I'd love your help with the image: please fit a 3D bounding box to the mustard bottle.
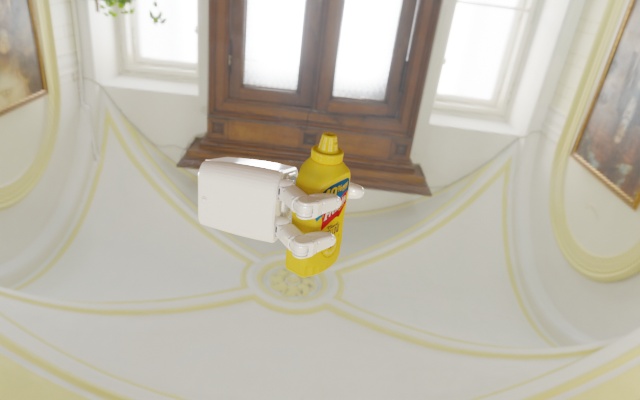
[{"bbox_3d":[0.000,0.002,0.638,0.058,0.192,0.096,24,31,30],"label":"mustard bottle"}]
